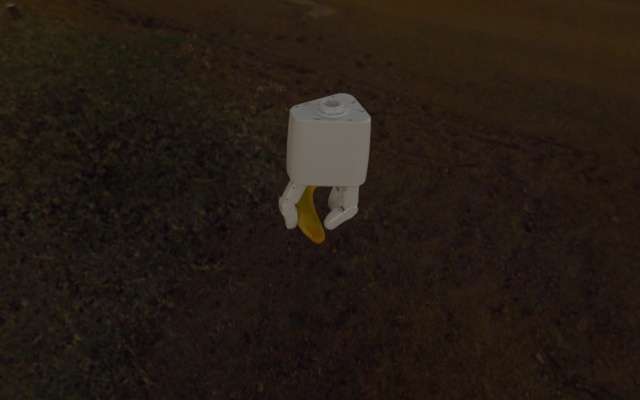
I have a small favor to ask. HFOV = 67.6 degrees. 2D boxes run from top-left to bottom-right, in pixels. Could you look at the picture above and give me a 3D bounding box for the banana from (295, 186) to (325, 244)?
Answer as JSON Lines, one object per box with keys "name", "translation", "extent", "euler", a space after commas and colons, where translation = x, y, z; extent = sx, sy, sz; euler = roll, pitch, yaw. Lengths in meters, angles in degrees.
{"name": "banana", "translation": [-0.018, -0.002, 0.809], "extent": [0.069, 0.037, 0.197], "euler": [9, 36, 1]}
